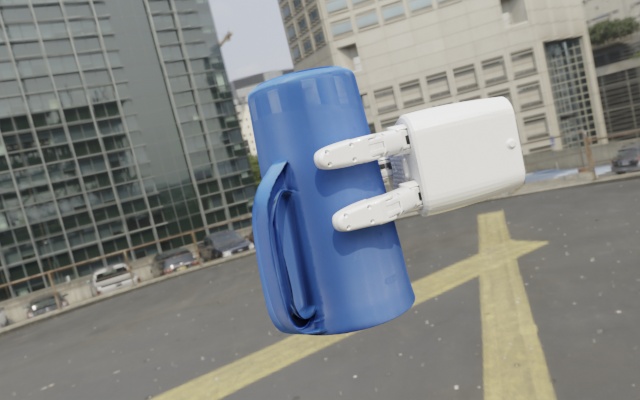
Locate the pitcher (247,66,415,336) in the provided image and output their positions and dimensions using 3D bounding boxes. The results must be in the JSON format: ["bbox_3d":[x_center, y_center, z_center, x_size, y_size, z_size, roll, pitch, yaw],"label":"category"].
[{"bbox_3d":[0.000,0.001,0.467,0.145,0.243,0.149,-14,5,-7],"label":"pitcher"}]
